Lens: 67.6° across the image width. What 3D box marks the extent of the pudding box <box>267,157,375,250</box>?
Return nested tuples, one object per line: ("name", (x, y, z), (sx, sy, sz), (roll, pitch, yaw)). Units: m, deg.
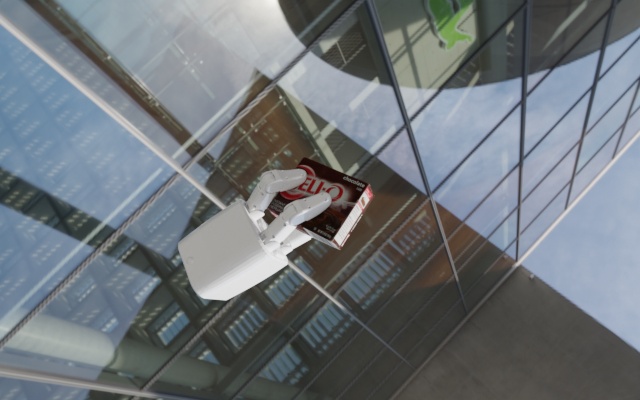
("pudding box", (0.000, 0.002, 0.627), (0.113, 0.090, 0.039), (26, -16, 29))
